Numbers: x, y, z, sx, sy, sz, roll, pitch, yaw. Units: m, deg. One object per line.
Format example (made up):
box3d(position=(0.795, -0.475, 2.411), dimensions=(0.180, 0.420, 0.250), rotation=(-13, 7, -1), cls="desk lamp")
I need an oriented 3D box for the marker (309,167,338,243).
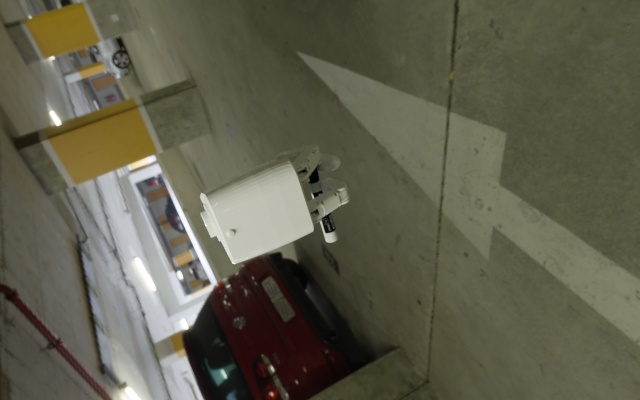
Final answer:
box3d(position=(0.000, 0.002, 0.651), dimensions=(0.020, 0.121, 0.020), rotation=(-14, 24, 7), cls="marker")
